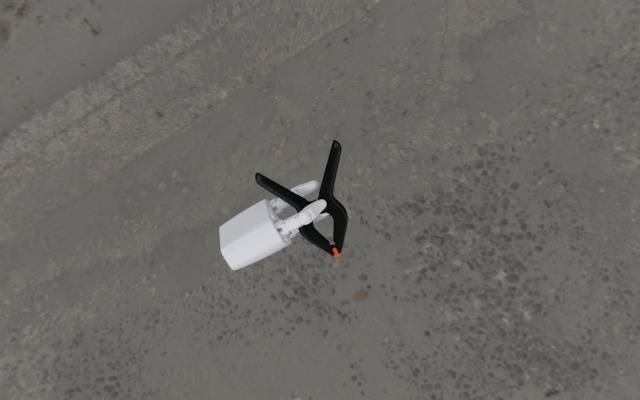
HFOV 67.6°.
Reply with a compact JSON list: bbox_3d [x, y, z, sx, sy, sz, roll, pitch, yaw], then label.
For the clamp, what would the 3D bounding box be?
[{"bbox_3d":[0.000,0.004,0.877,0.164,0.210,0.036,-29,13,2],"label":"clamp"}]
